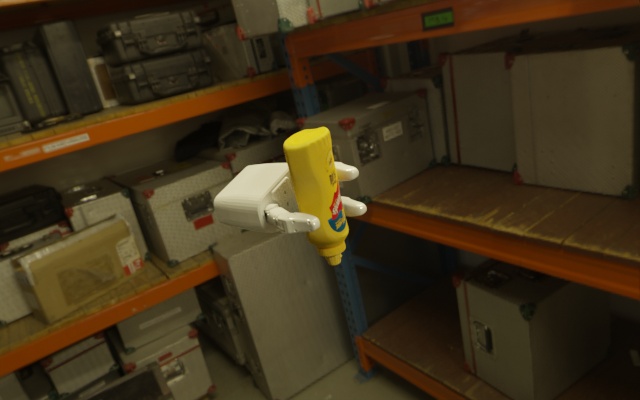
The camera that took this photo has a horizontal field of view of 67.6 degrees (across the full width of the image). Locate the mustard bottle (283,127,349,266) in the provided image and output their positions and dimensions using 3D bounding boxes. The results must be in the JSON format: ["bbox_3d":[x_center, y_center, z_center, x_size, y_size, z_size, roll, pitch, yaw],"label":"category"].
[{"bbox_3d":[0.000,0.002,0.658,0.058,0.192,0.096,-6,20,16],"label":"mustard bottle"}]
